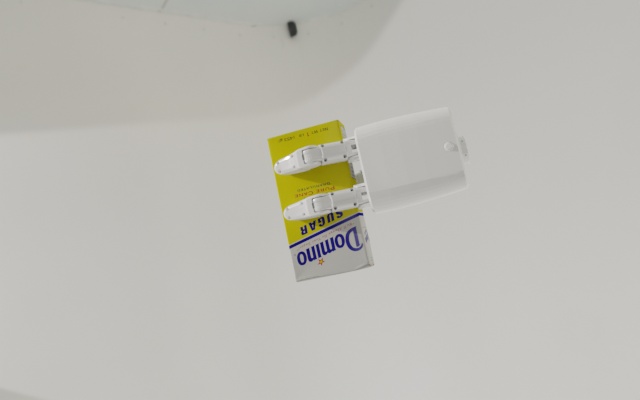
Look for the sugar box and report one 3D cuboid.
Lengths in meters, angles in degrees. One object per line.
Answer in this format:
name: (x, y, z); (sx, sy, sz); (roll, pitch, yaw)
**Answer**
sugar box: (0.000, 0.002, 0.573); (0.093, 0.176, 0.048); (-14, -8, 13)
